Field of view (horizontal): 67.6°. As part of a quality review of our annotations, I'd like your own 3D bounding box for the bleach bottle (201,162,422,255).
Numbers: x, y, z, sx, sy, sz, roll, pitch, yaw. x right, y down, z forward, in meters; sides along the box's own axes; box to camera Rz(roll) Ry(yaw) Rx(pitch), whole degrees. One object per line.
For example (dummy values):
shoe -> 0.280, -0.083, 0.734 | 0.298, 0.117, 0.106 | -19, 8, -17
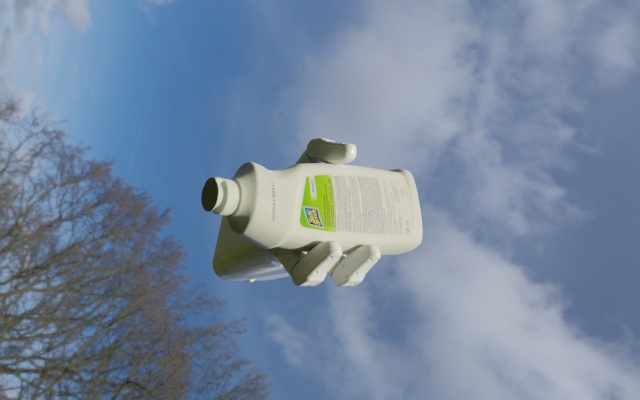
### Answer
bleach bottle -> 0.000, 0.002, 0.479 | 0.251, 0.102, 0.068 | 9, -24, -42
